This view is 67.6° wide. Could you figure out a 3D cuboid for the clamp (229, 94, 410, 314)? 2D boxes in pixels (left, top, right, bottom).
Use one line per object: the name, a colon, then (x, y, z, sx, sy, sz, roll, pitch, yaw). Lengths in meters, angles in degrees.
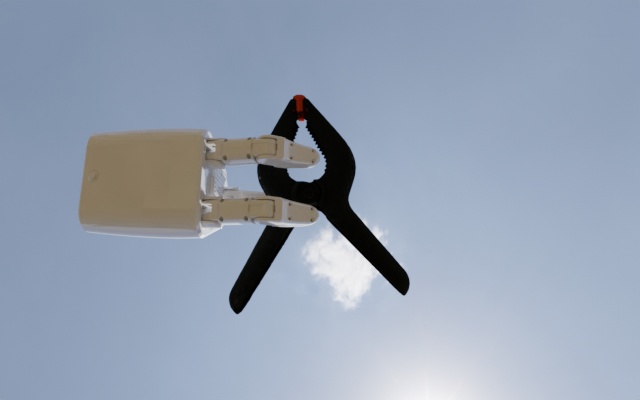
clamp: (0.000, 0.001, 0.456, 0.164, 0.210, 0.036, 1, -13, -1)
